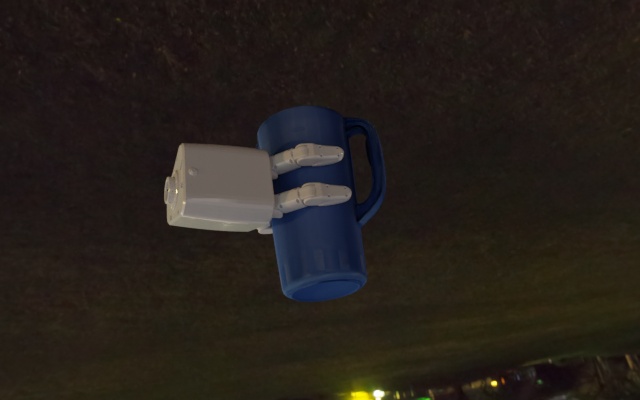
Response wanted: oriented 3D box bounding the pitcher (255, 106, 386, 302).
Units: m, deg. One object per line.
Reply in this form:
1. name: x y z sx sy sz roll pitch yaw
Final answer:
1. pitcher: 0.000 0.002 0.639 0.145 0.242 0.149 5 -29 -27
